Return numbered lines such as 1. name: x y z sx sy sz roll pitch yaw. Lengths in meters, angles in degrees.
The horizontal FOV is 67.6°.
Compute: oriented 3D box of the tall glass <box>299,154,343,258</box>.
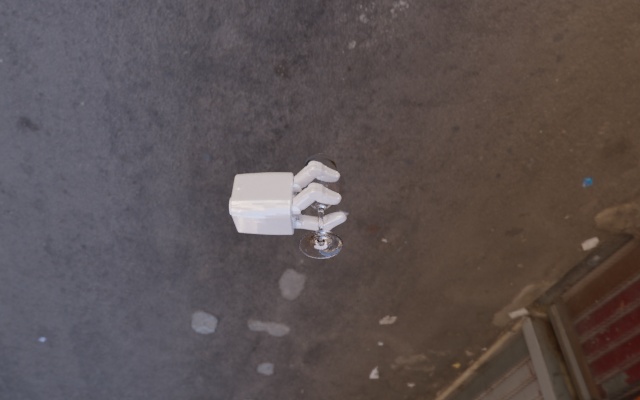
1. tall glass: 0.000 0.003 0.869 0.079 0.200 0.079 0 -43 0
